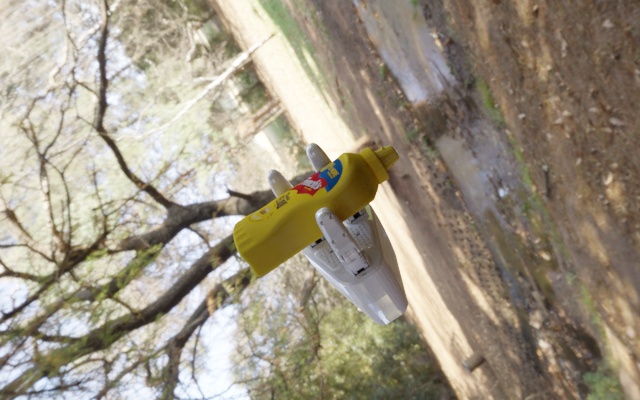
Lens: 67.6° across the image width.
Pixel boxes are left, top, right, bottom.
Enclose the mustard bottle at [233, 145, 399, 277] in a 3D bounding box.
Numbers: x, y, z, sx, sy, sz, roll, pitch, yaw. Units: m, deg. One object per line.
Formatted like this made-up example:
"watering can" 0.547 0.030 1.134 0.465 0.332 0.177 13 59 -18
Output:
"mustard bottle" 0.000 0.002 0.511 0.191 0.058 0.096 -33 17 2
